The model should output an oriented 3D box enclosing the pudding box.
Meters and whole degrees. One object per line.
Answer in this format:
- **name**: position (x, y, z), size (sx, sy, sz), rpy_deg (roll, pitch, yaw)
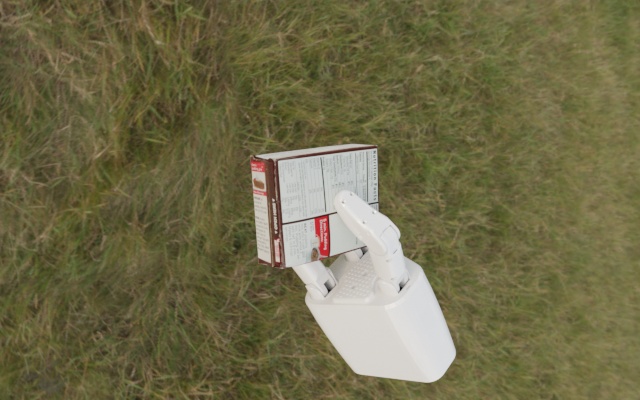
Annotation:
- **pudding box**: position (0.000, 0.001, 0.401), size (0.113, 0.090, 0.039), rpy_deg (-11, 12, -39)
